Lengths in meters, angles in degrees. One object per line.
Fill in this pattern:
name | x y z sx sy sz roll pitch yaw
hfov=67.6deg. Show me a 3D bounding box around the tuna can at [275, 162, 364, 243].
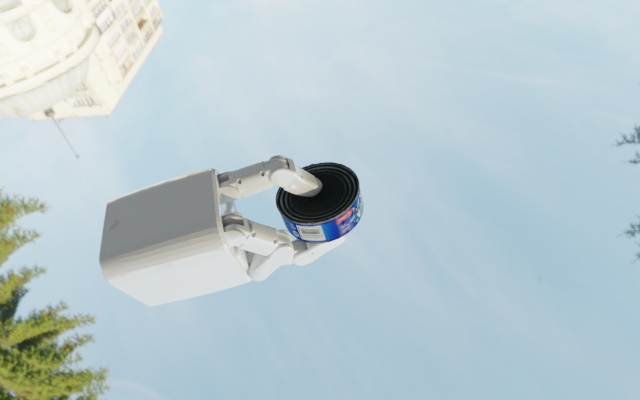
tuna can | 0.000 0.002 0.485 0.086 0.086 0.034 0 -43 18
